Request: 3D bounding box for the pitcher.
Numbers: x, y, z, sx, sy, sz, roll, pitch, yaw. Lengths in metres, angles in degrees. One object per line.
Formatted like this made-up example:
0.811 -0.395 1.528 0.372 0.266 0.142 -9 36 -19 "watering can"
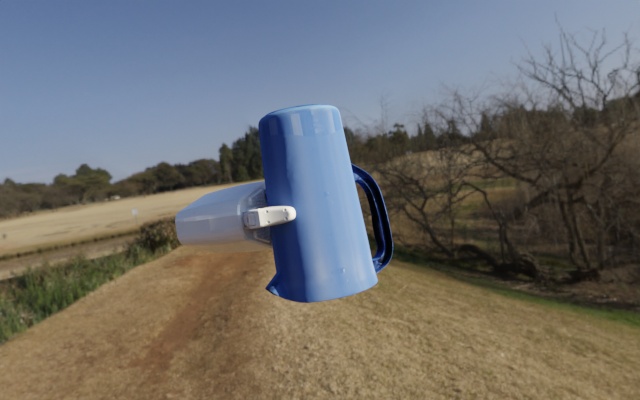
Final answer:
0.000 0.002 0.631 0.145 0.243 0.149 -9 2 22 "pitcher"
